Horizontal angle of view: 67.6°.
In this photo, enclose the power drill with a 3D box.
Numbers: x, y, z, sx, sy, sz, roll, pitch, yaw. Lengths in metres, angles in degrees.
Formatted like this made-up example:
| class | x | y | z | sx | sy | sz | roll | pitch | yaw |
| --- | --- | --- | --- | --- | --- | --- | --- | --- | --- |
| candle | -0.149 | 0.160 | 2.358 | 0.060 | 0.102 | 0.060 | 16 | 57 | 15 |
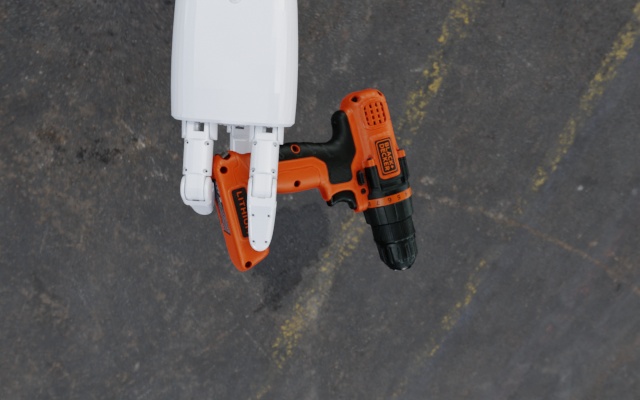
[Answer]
| class | x | y | z | sx | sy | sz | roll | pitch | yaw |
| --- | --- | --- | --- | --- | --- | --- | --- | --- | --- |
| power drill | 0.000 | 0.001 | 0.453 | 0.187 | 0.184 | 0.057 | -18 | 7 | -21 |
